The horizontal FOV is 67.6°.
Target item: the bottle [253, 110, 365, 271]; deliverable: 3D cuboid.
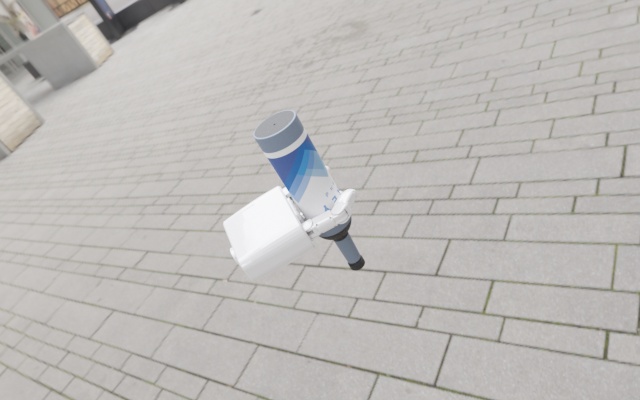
[{"bbox_3d":[0.000,0.002,0.730,0.069,0.296,0.069,-21,34,15],"label":"bottle"}]
